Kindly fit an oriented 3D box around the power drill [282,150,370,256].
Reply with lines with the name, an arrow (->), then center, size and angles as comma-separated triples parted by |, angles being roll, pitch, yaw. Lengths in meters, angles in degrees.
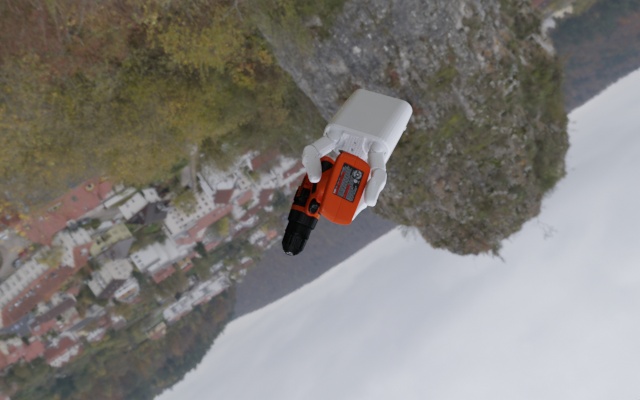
power drill -> 0.000, 0.002, 0.764 | 0.057, 0.184, 0.187 | 23, -11, -18
